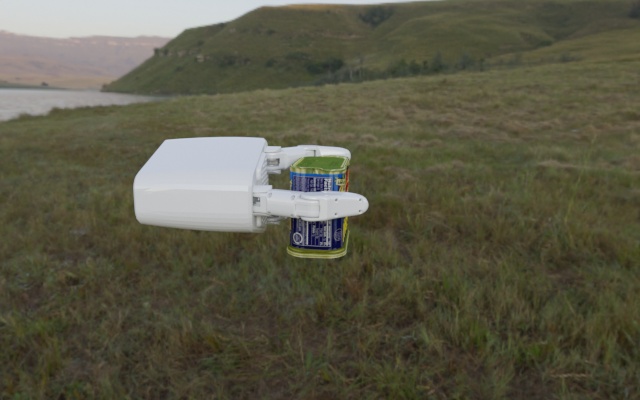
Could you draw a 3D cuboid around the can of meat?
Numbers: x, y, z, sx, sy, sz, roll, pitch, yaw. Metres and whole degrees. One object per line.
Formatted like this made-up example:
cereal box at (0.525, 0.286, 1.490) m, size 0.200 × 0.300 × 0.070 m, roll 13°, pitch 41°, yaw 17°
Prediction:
can of meat at (0.000, 0.001, 0.478) m, size 0.057 × 0.084 × 0.102 m, roll 2°, pitch 13°, yaw 6°
